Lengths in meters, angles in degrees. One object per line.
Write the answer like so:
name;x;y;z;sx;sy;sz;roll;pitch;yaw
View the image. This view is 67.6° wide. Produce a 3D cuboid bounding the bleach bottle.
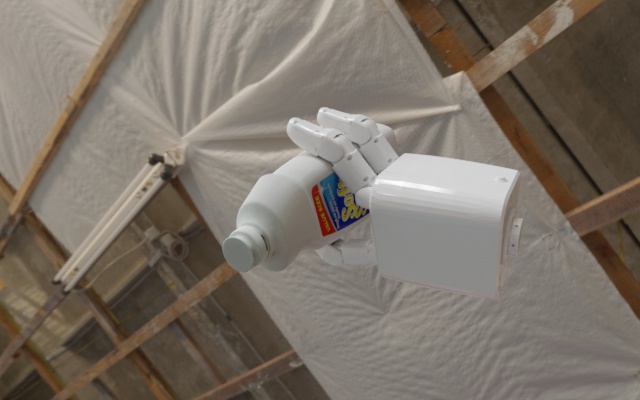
bleach bottle;0.000;0.001;0.449;0.068;0.103;0.250;9;26;27
